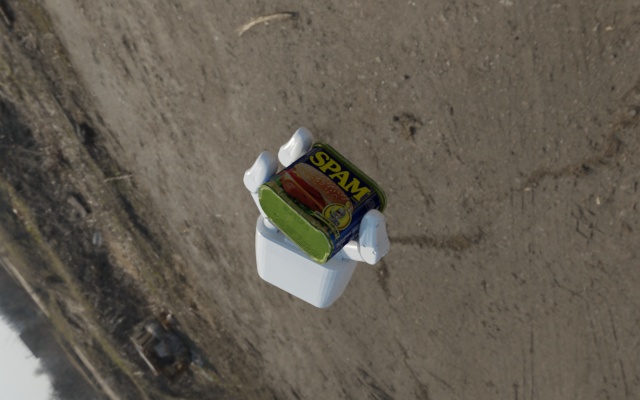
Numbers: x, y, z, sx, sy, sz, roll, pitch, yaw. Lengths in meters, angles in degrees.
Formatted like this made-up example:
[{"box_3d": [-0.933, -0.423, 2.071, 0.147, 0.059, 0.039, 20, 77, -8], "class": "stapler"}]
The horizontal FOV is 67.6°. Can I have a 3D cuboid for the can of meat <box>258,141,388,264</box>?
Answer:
[{"box_3d": [0.000, 0.002, 0.476, 0.084, 0.102, 0.057, -39, -20, -31], "class": "can of meat"}]
